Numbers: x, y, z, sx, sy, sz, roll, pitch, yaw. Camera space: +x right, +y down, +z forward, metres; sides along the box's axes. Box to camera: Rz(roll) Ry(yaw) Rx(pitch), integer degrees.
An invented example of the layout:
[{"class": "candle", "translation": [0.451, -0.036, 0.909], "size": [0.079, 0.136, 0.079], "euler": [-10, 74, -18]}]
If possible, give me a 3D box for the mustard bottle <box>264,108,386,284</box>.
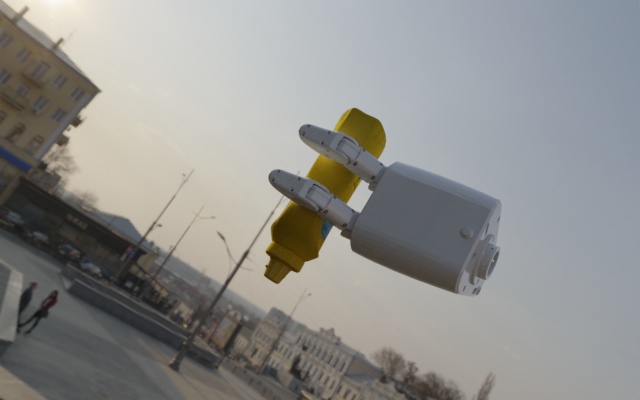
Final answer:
[{"class": "mustard bottle", "translation": [0.000, 0.001, 0.501], "size": [0.058, 0.191, 0.096], "euler": [30, -15, 7]}]
